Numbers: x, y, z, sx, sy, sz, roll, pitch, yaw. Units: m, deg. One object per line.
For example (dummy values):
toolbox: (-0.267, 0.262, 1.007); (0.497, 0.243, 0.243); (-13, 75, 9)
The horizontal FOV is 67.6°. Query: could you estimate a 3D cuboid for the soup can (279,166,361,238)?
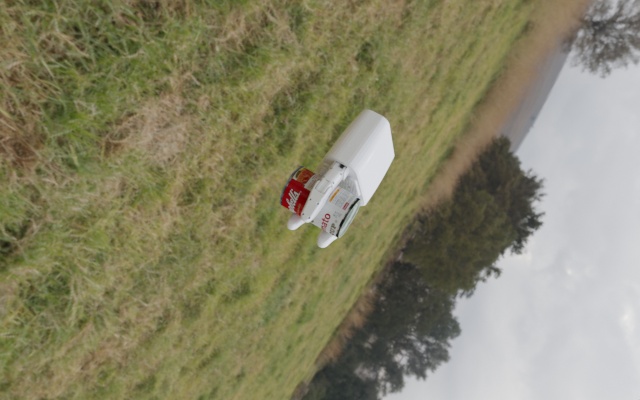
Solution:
soup can: (0.000, 0.003, 0.706); (0.102, 0.068, 0.068); (30, 7, 13)
